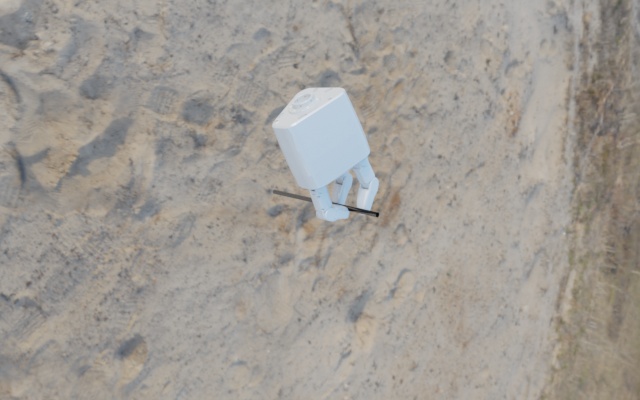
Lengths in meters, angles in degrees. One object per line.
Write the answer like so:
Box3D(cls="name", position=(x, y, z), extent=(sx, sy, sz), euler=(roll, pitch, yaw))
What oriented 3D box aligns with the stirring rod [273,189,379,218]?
Box3D(cls="stirring rod", position=(0.000, 0.003, 0.789), extent=(0.011, 0.011, 0.239), euler=(0, 9, -45))
